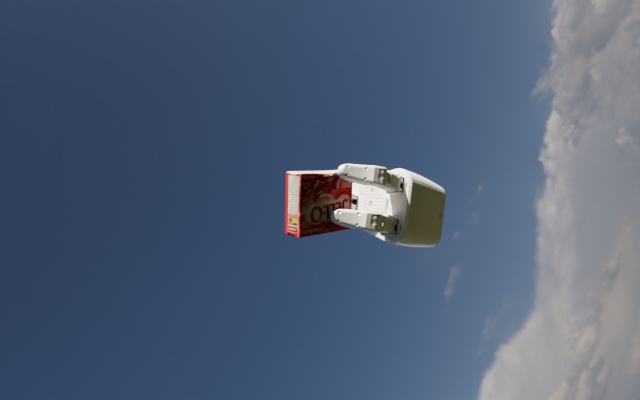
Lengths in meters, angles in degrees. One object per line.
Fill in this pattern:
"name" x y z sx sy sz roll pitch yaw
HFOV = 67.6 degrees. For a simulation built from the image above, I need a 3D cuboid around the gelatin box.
"gelatin box" 0.000 0.002 0.568 0.089 0.073 0.030 -5 10 -43
